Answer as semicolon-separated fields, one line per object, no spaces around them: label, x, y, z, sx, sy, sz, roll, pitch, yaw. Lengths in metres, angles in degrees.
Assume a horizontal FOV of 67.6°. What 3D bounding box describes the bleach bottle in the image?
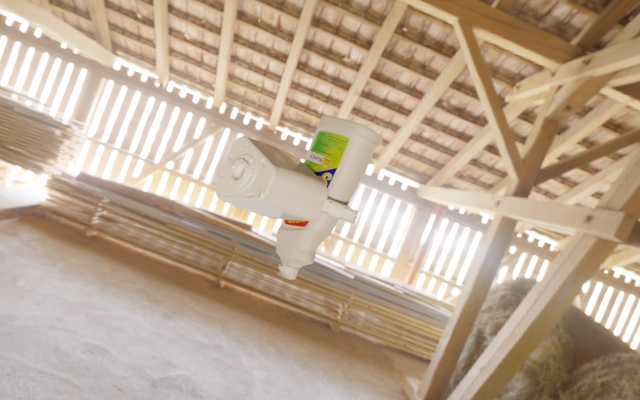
bleach bottle;0.000;0.002;0.721;0.102;0.251;0.068;23;2;41
